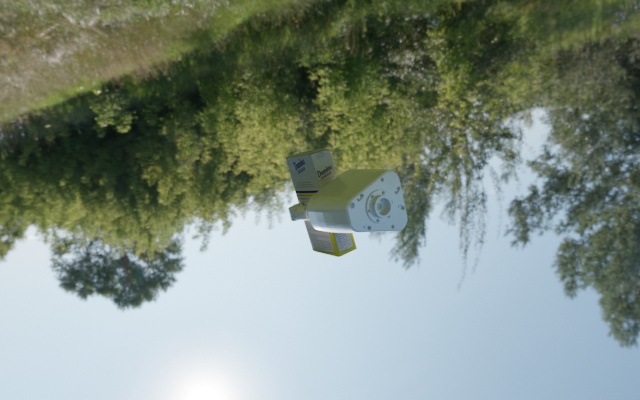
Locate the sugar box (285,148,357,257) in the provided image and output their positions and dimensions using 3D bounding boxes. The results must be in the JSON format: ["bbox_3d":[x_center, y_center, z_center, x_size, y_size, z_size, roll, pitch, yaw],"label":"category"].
[{"bbox_3d":[0.001,0.003,0.810,0.048,0.176,0.093,-18,11,-29],"label":"sugar box"}]
